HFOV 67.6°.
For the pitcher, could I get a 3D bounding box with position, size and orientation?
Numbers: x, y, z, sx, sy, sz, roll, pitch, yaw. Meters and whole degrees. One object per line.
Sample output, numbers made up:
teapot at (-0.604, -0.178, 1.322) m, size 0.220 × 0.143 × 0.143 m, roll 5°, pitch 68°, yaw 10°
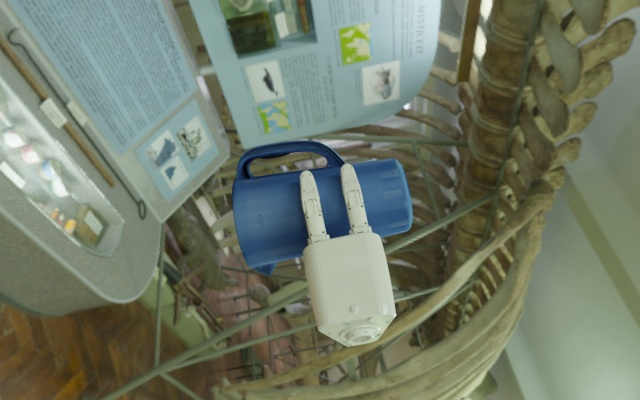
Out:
pitcher at (0.000, 0.002, 0.684) m, size 0.243 × 0.145 × 0.149 m, roll -11°, pitch -35°, yaw 1°
